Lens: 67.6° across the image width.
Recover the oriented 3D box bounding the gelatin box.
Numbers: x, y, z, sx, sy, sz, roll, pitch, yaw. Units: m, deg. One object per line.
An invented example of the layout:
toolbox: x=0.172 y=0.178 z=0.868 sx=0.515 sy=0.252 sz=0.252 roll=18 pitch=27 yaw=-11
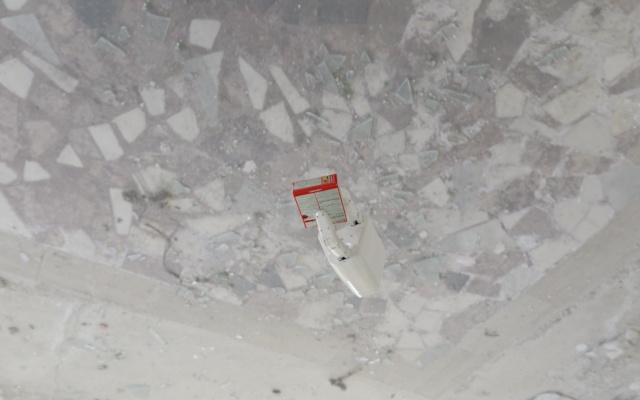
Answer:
gelatin box: x=0.000 y=0.003 z=0.776 sx=0.073 sy=0.030 sz=0.089 roll=-11 pitch=-46 yaw=7
